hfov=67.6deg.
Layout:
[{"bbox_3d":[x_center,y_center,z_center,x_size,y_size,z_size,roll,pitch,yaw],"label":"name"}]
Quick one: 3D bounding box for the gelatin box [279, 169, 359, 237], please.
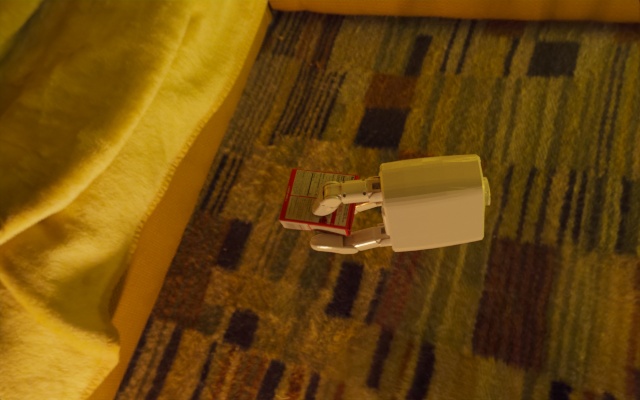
[{"bbox_3d":[0.000,0.002,0.597,0.089,0.073,0.030,7,-23,13],"label":"gelatin box"}]
